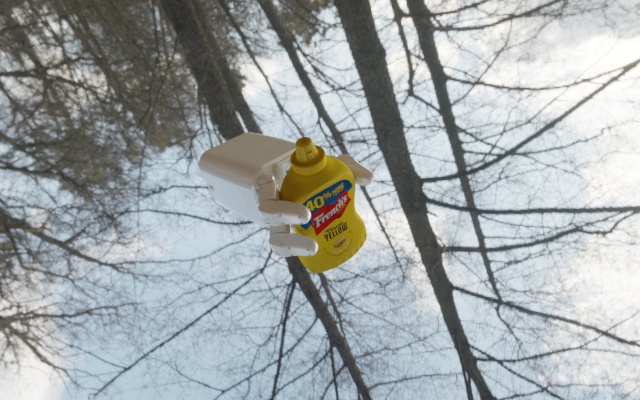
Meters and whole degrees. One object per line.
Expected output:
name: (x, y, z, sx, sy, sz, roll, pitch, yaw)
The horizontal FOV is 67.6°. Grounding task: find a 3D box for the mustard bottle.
mustard bottle: (0.000, 0.002, 0.586, 0.096, 0.192, 0.058, -30, 45, -14)
